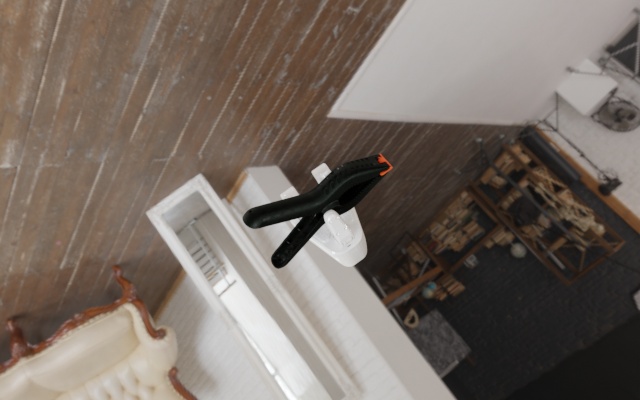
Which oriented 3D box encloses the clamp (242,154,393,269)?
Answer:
[{"bbox_3d":[0.001,0.002,0.615,0.210,0.036,0.165,-37,-24,-3],"label":"clamp"}]
